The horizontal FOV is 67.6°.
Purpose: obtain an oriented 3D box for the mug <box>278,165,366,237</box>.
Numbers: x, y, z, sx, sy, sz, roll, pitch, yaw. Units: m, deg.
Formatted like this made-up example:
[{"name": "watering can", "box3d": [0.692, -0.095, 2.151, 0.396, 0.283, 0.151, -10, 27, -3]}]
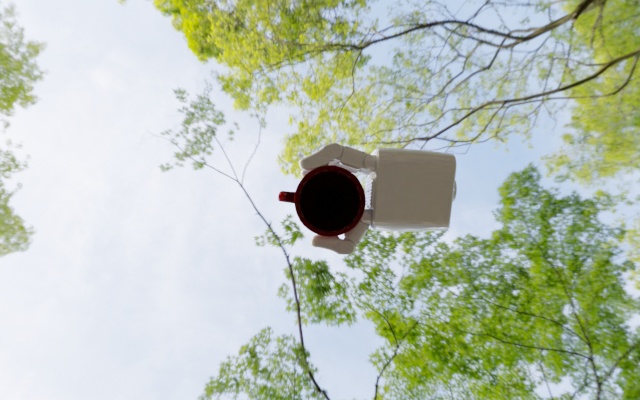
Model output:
[{"name": "mug", "box3d": [-0.001, 0.002, 0.658, 0.117, 0.093, 0.081, 4, -4, 0]}]
